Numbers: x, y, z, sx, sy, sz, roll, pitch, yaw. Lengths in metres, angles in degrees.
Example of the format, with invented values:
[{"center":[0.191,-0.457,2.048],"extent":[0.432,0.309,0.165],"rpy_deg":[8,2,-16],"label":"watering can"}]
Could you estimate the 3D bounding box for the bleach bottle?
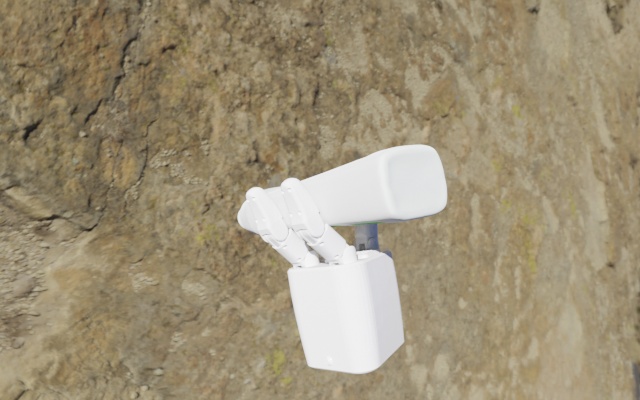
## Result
[{"center":[0.000,0.002,0.513],"extent":[0.102,0.068,0.251],"rpy_deg":[-9,-3,-44],"label":"bleach bottle"}]
